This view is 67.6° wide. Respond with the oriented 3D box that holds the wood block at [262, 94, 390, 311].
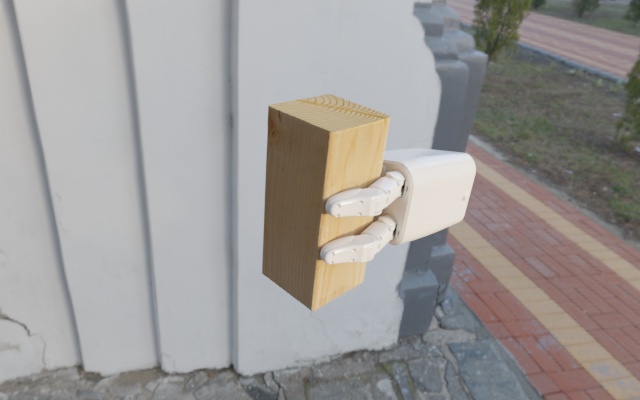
[{"bbox_3d":[0.000,0.001,0.520,0.090,0.206,0.090,-21,38,-40],"label":"wood block"}]
